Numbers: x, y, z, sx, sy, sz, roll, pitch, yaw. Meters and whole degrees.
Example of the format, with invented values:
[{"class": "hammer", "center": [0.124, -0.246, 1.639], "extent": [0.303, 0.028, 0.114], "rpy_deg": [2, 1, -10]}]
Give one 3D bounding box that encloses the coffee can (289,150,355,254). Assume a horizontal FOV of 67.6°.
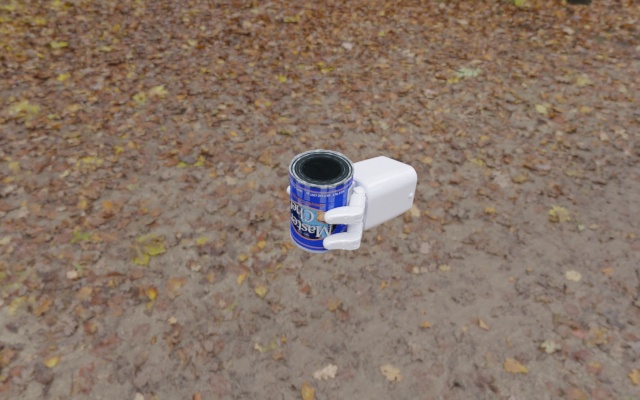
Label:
[{"class": "coffee can", "center": [0.000, 0.003, 0.786], "extent": [0.103, 0.140, 0.102], "rpy_deg": [1, 39, -1]}]
